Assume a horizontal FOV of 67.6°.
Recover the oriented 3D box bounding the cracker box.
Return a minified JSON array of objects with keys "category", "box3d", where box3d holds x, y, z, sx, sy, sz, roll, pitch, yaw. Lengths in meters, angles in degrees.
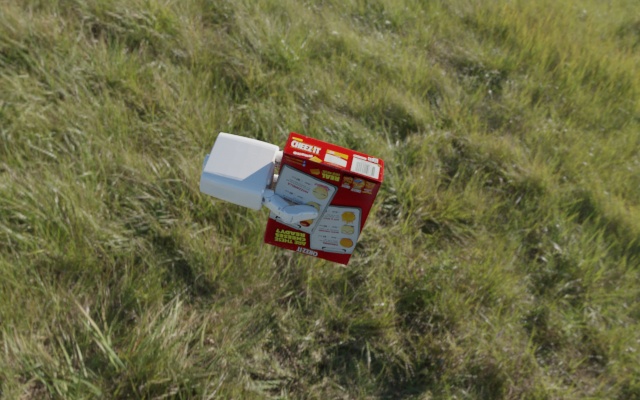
[{"category":"cracker box","box3d":[0.000,0.003,0.829,0.164,0.214,0.072,16,42,-2]}]
